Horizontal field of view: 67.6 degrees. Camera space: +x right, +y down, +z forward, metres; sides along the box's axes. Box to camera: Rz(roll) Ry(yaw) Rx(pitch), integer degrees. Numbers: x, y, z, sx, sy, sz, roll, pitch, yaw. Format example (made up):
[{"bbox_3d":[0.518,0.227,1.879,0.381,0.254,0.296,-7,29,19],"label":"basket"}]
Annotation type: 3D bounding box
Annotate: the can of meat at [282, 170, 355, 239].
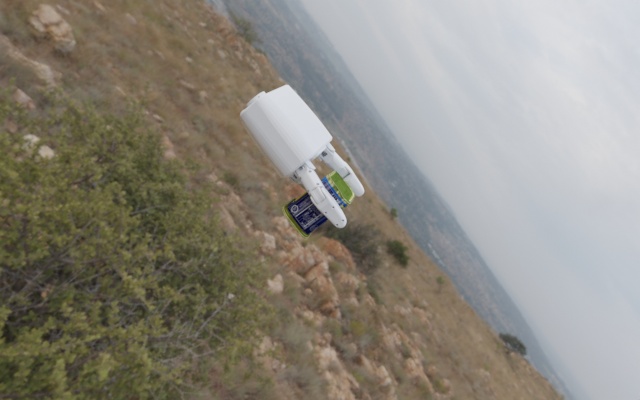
[{"bbox_3d":[0.000,0.002,0.701,0.084,0.057,0.102,-37,2,13],"label":"can of meat"}]
